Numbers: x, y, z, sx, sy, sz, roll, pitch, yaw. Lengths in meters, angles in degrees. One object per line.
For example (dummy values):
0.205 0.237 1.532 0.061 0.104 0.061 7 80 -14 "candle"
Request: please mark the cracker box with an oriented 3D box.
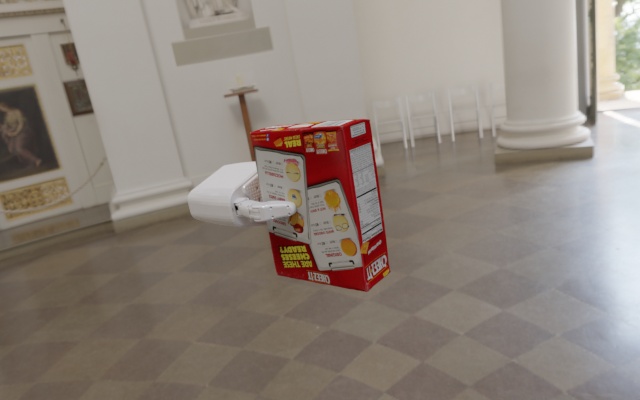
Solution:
0.000 0.002 0.647 0.164 0.214 0.072 3 19 40 "cracker box"
